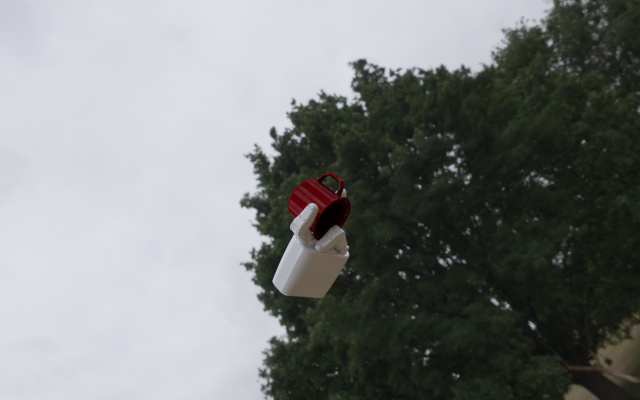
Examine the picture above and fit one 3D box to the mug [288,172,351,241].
[{"bbox_3d":[0.001,0.001,0.868,0.081,0.117,0.093,38,19,31],"label":"mug"}]
